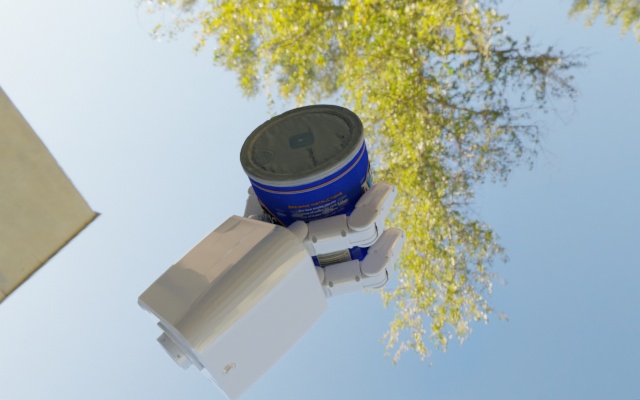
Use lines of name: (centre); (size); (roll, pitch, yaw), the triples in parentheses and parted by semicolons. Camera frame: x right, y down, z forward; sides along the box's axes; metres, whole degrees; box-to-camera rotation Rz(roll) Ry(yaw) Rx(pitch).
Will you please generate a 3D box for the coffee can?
coffee can: (0.000, 0.001, 0.426); (0.103, 0.140, 0.102); (-10, 40, 9)
